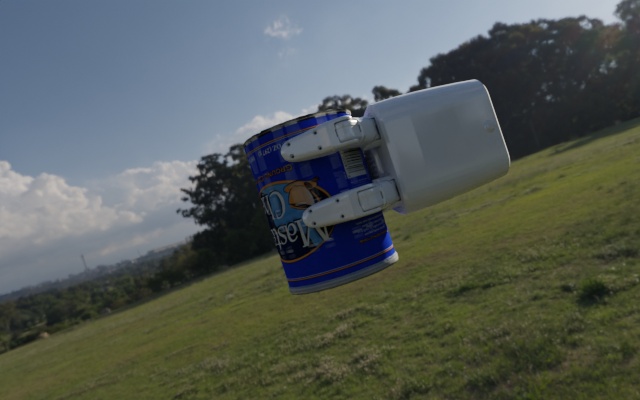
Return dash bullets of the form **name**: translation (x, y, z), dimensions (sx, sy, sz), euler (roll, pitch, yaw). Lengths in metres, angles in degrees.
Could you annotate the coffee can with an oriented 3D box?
- **coffee can**: translation (0.000, 0.002, 0.433), dimensions (0.103, 0.140, 0.103), euler (-18, -1, 0)
